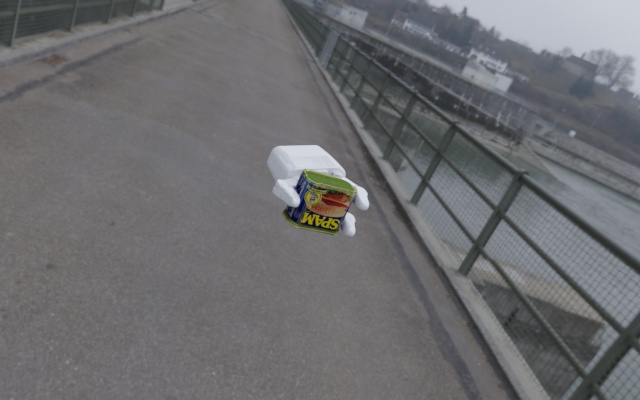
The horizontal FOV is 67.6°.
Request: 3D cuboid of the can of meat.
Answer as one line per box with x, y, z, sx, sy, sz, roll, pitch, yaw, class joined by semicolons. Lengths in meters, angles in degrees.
0.000;0.002;0.786;0.102;0.084;0.057;13;23;-28;can of meat
